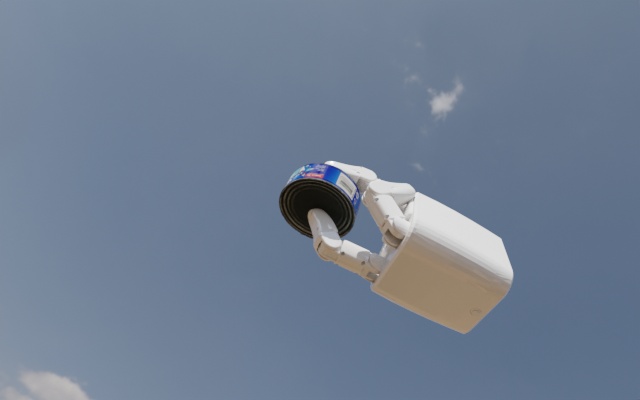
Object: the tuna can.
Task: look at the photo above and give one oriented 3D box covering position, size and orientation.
[{"bbox_3d":[0.000,0.001,0.525,0.086,0.086,0.033,0,38,21],"label":"tuna can"}]
